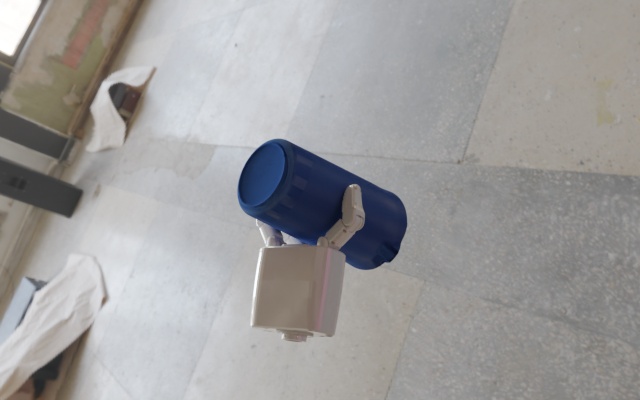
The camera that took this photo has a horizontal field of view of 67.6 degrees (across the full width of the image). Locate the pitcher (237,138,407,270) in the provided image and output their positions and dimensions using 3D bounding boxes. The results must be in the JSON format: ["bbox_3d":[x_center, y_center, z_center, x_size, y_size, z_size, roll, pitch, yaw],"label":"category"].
[{"bbox_3d":[0.000,0.002,0.689,0.149,0.145,0.243,-12,-28,41],"label":"pitcher"}]
